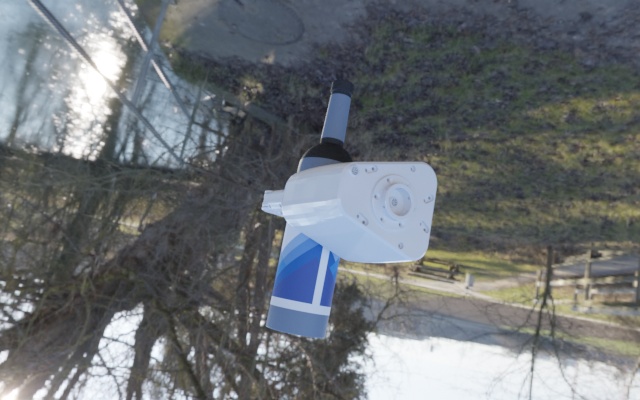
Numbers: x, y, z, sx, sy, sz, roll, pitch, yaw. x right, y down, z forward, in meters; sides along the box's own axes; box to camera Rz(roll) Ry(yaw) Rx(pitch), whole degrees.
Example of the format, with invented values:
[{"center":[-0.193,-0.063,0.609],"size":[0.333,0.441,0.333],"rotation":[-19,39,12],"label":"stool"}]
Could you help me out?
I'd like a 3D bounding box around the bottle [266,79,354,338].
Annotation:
[{"center":[0.000,0.002,0.549],"size":[0.069,0.295,0.069],"rotation":[11,-10,2],"label":"bottle"}]
